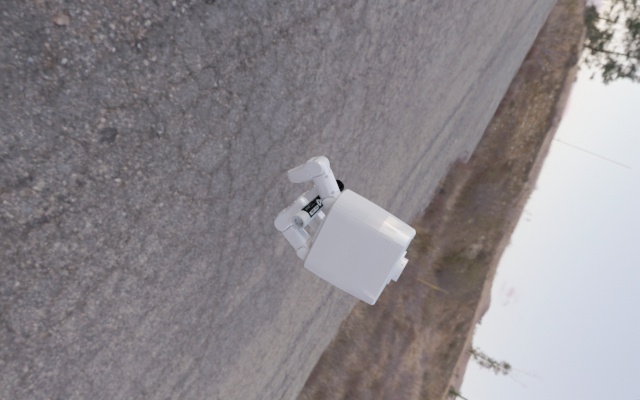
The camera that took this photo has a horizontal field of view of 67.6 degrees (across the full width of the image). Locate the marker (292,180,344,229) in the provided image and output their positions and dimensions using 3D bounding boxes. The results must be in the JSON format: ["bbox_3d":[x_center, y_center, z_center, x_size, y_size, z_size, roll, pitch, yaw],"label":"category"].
[{"bbox_3d":[0.000,0.002,0.623,0.020,0.020,0.121,0,24,30],"label":"marker"}]
